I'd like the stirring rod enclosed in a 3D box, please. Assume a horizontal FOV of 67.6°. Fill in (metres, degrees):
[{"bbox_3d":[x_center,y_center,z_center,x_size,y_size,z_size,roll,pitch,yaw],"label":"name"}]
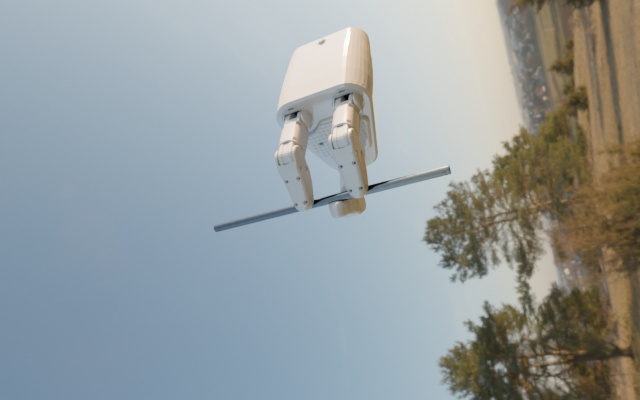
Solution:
[{"bbox_3d":[0.000,0.001,0.444,0.239,0.011,0.011,-14,-6,23],"label":"stirring rod"}]
